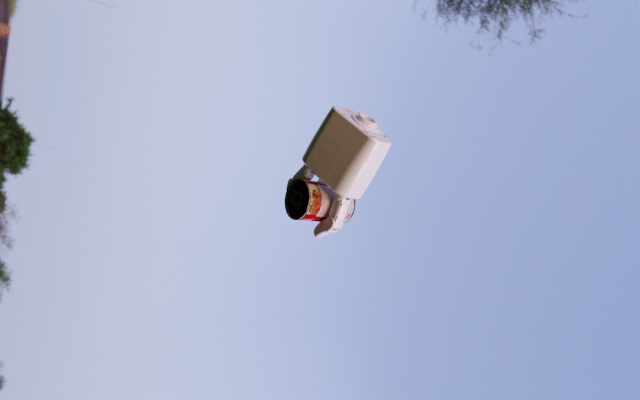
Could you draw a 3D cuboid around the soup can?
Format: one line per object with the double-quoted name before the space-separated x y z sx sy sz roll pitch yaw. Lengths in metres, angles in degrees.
"soup can" 0.000 0.003 0.802 0.102 0.068 0.068 7 -4 -39
